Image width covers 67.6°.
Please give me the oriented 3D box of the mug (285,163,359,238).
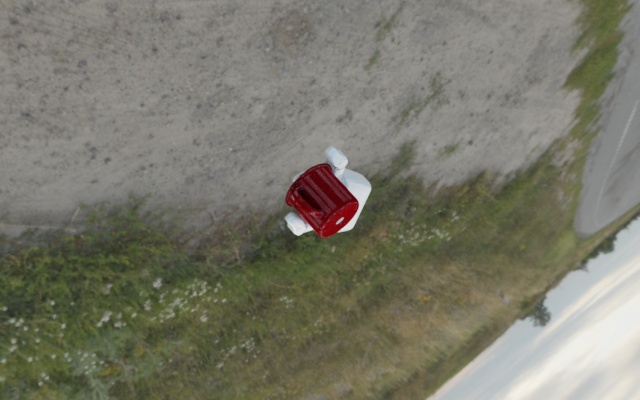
[{"bbox_3d":[0.000,0.002,0.731,0.081,0.093,0.117,48,20,22],"label":"mug"}]
